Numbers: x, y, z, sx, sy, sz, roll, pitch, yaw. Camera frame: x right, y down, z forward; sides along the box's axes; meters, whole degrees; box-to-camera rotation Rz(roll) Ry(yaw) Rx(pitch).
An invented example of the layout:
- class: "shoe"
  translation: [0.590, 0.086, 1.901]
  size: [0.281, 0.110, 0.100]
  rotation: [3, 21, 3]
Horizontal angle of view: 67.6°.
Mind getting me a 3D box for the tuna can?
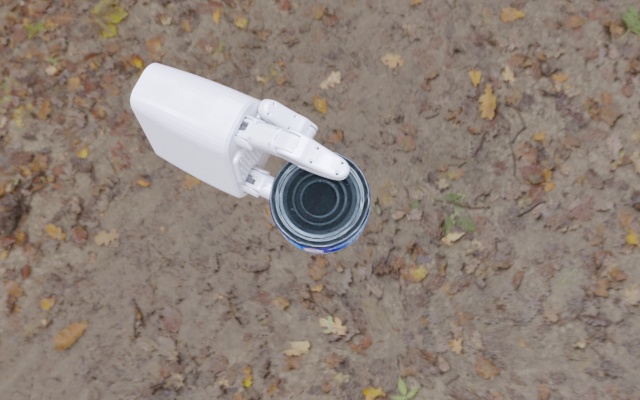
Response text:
- class: "tuna can"
  translation: [0.000, 0.001, 0.407]
  size: [0.086, 0.086, 0.034]
  rotation: [0, -14, 3]
